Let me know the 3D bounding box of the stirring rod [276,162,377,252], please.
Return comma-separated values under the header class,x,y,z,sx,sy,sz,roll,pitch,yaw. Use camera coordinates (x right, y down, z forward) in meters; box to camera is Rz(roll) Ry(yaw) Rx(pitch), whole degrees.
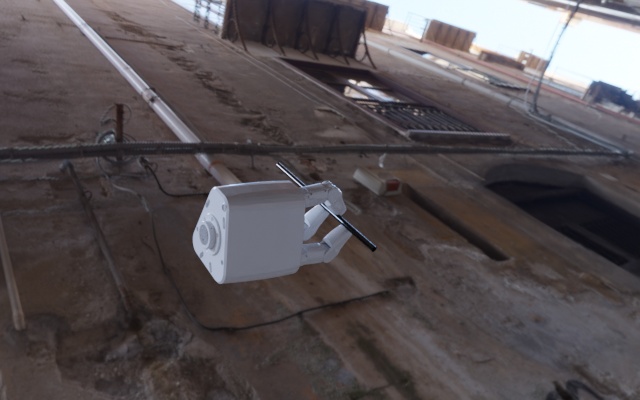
class,x,y,z,sx,sy,sz,roll,pitch,yaw
stirring rod,0.000,0.002,0.682,0.011,0.011,0.239,0,30,-40
